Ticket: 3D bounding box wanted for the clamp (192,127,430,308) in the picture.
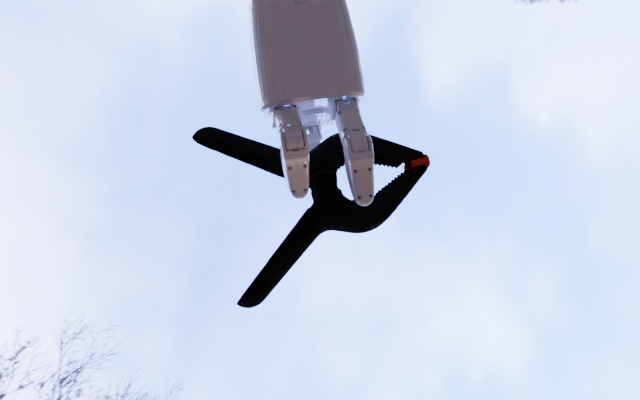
[{"bbox_3d":[0.000,0.001,0.435,0.210,0.164,0.036,-9,-5,-8],"label":"clamp"}]
